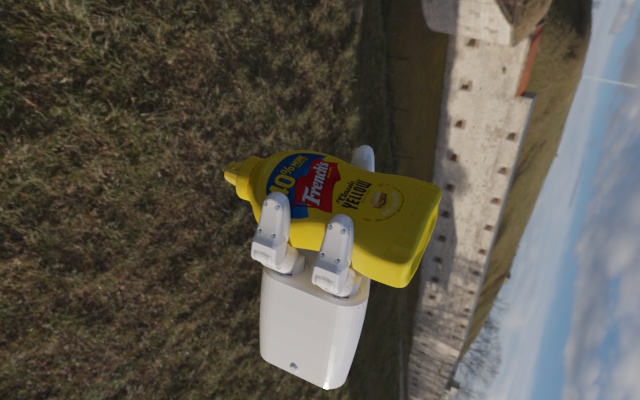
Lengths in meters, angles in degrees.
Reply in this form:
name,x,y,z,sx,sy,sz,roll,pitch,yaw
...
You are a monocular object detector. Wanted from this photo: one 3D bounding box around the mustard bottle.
name,x,y,z,sx,sy,sz,roll,pitch,yaw
mustard bottle,0.000,0.001,0.416,0.191,0.096,0.058,18,-38,19
